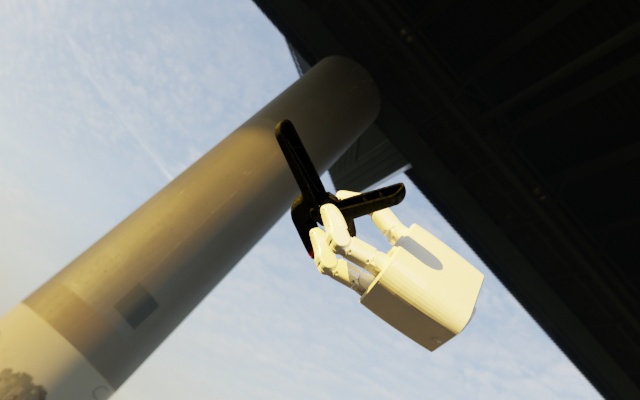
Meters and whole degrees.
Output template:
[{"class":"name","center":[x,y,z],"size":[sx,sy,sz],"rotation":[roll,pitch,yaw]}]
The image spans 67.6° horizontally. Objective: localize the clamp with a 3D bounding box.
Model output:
[{"class":"clamp","center":[0.001,0.002,0.593],"size":[0.164,0.036,0.210],"rotation":[36,-35,9]}]
